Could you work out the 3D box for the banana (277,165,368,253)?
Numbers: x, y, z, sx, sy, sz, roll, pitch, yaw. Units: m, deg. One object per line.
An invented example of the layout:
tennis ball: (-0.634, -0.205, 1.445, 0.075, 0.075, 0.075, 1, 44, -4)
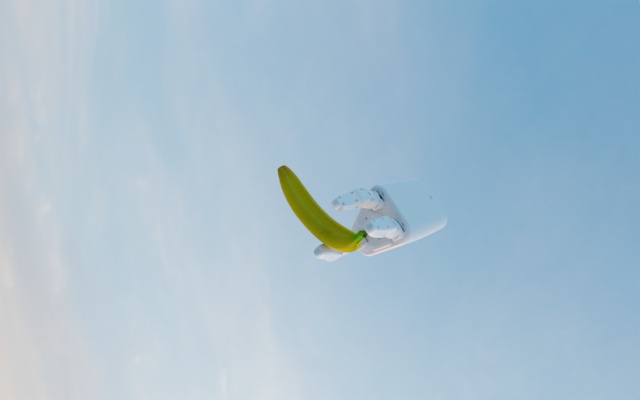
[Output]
banana: (-0.001, 0.020, 0.689, 0.037, 0.070, 0.197, -15, 40, -39)
